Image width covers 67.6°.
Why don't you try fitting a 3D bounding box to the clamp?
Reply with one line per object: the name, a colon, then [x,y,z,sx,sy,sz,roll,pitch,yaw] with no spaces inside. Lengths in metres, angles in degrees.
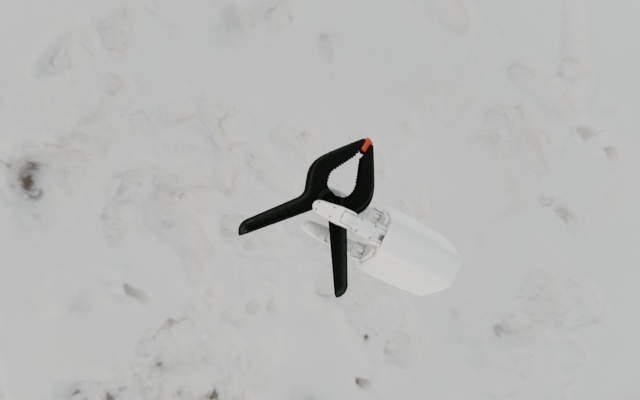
clamp: [0.001,0.002,0.638,0.164,0.210,0.036,26,-6,-5]
